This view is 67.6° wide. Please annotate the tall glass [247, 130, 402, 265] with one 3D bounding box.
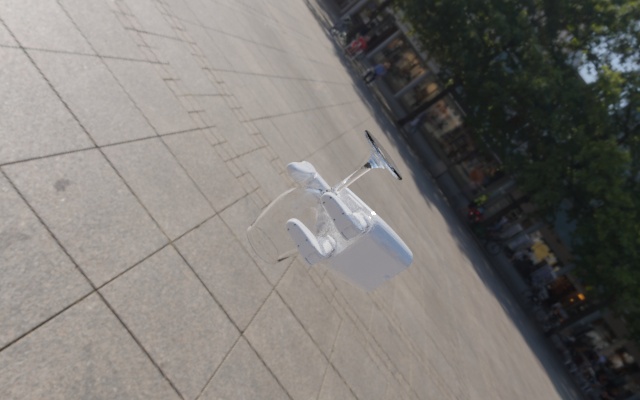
[{"bbox_3d":[0.001,0.001,0.603,0.201,0.079,0.079,-36,-12,16],"label":"tall glass"}]
